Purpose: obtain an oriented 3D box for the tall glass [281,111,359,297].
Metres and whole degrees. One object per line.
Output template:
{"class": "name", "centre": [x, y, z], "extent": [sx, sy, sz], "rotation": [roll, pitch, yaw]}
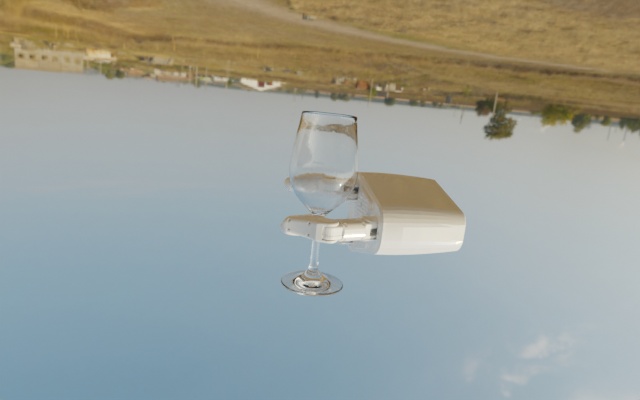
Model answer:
{"class": "tall glass", "centre": [0.000, 0.002, 0.545], "extent": [0.079, 0.201, 0.079], "rotation": [5, 13, -1]}
